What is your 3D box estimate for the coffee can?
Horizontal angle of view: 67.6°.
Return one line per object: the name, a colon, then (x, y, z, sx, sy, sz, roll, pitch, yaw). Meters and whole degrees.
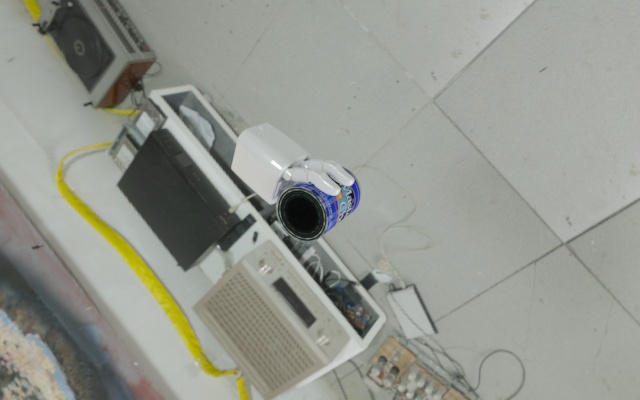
coffee can: (0.000, 0.003, 0.866, 0.103, 0.103, 0.140, 0, 18, 30)
